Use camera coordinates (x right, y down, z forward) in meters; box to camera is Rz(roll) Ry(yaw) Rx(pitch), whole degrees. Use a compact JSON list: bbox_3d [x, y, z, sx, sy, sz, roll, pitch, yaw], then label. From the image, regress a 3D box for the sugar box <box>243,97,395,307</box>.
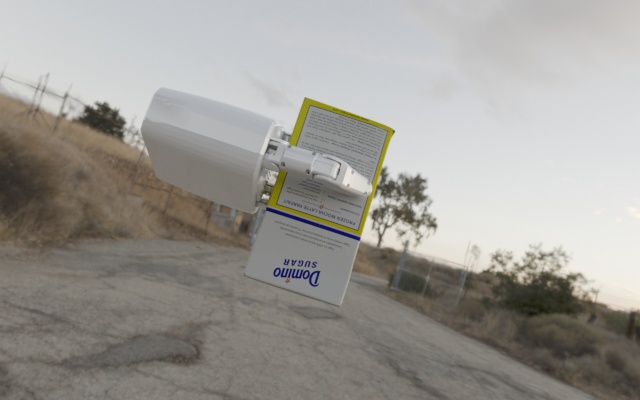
[{"bbox_3d":[0.000,0.001,0.452,0.093,0.176,0.048,19,-8,0],"label":"sugar box"}]
